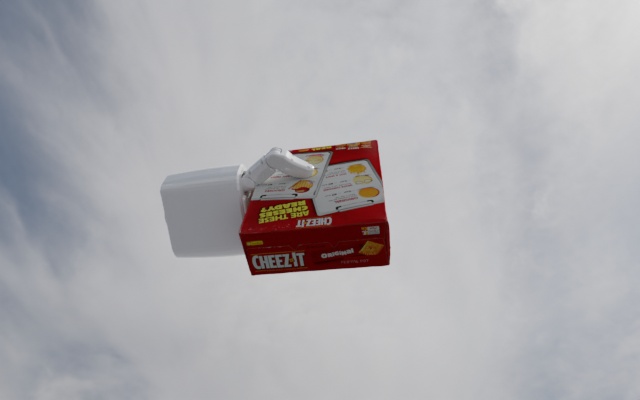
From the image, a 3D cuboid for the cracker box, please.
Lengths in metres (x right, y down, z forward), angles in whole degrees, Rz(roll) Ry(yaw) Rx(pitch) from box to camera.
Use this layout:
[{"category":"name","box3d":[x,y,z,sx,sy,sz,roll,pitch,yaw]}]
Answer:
[{"category":"cracker box","box3d":[0.000,0.002,0.614,0.164,0.072,0.213,-6,30,7]}]
